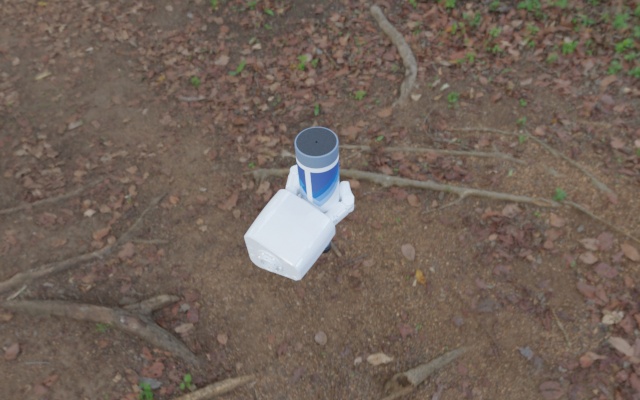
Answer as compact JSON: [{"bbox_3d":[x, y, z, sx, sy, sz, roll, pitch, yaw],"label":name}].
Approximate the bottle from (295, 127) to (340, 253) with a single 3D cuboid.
[{"bbox_3d":[0.000,0.003,0.835,0.069,0.069,0.296,0,-38,3],"label":"bottle"}]
